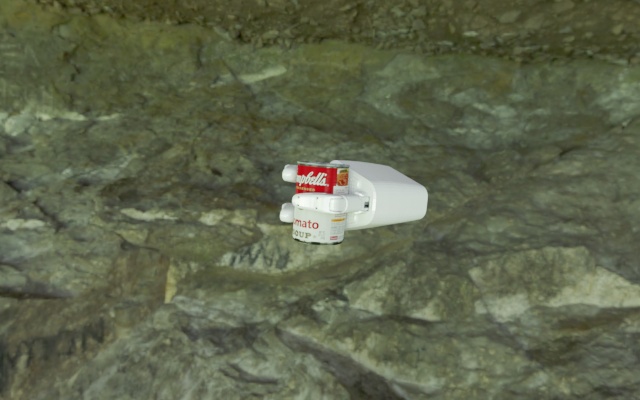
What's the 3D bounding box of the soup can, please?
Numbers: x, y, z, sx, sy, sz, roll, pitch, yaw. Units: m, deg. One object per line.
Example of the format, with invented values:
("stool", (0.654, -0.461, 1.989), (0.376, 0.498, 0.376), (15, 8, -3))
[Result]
("soup can", (0.000, 0.002, 0.621), (0.068, 0.102, 0.068), (5, 7, -1))
